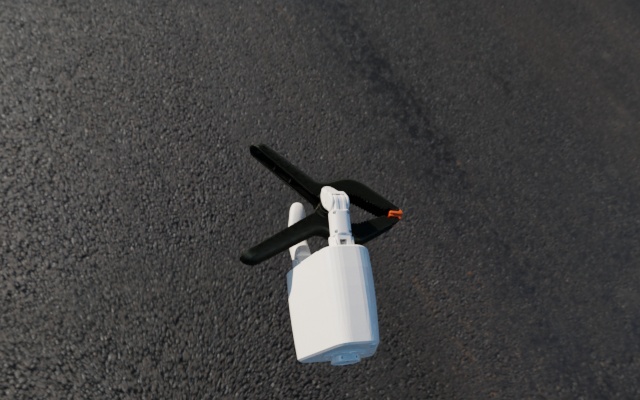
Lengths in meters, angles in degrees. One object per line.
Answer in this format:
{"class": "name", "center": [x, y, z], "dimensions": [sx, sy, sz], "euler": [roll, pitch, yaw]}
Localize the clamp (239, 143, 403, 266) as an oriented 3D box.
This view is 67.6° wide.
{"class": "clamp", "center": [0.001, 0.002, 0.608], "dimensions": [0.210, 0.164, 0.036], "euler": [1, -26, -16]}
